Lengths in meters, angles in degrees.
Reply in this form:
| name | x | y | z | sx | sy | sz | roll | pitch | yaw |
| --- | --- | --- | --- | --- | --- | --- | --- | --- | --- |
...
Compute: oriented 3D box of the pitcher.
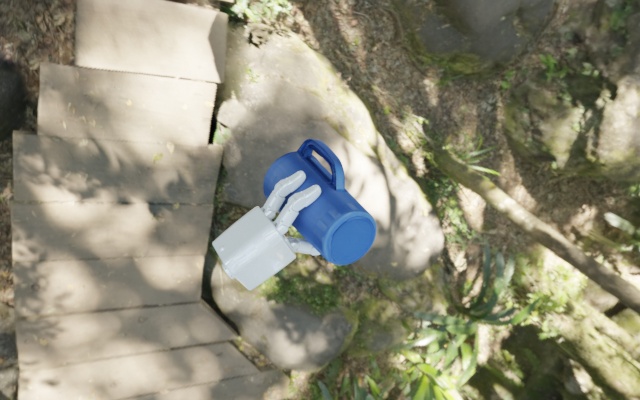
| name | x | y | z | sx | sy | sz | roll | pitch | yaw |
| --- | --- | --- | --- | --- | --- | --- | --- | --- | --- |
| pitcher | 0.000 | 0.003 | 0.886 | 0.145 | 0.149 | 0.242 | -36 | 40 | -9 |
